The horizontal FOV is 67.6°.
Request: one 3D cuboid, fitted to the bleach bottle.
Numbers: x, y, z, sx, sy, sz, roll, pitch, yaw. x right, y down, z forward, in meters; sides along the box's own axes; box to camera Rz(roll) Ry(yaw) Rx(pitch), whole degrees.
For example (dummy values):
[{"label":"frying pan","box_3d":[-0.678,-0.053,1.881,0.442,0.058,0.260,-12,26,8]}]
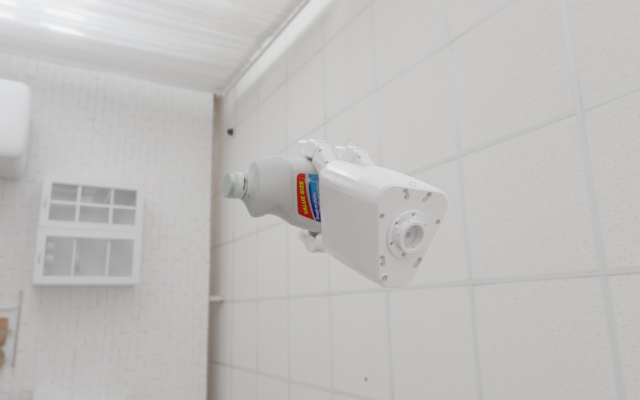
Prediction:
[{"label":"bleach bottle","box_3d":[0.000,0.002,0.599,0.251,0.102,0.068,6,11,-30]}]
